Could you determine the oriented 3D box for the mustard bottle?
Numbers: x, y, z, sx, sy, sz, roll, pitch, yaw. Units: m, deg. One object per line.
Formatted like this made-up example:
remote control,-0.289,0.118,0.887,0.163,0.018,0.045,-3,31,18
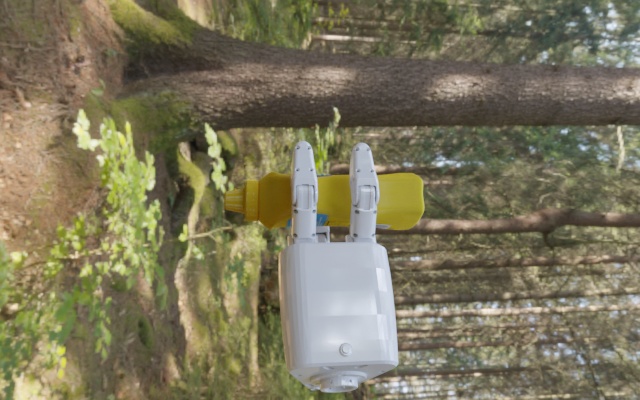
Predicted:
mustard bottle,0.000,0.001,0.486,0.191,0.058,0.096,0,-7,-8
